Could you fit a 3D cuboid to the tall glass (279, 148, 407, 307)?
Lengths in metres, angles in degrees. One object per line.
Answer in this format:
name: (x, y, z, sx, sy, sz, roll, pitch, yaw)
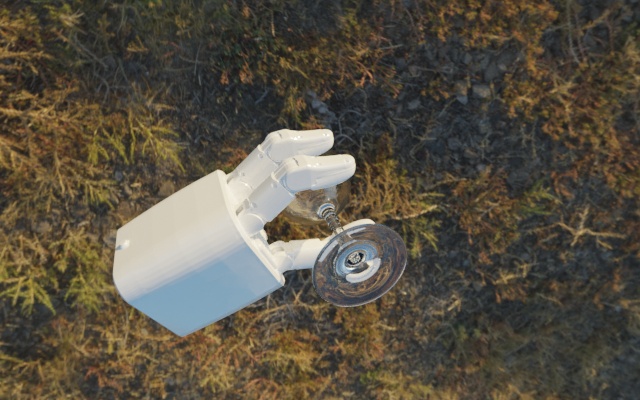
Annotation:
tall glass: (0.000, 0.002, 0.430, 0.079, 0.079, 0.201, 0, 29, -19)
